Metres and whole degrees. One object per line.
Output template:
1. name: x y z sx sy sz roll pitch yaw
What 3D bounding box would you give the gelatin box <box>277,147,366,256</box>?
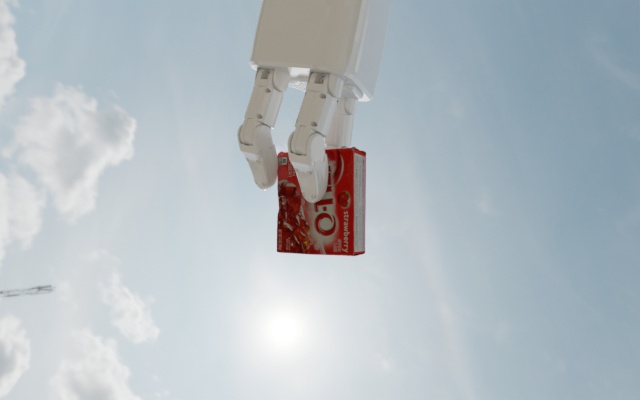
1. gelatin box: 0.000 0.002 0.406 0.073 0.089 0.030 -1 -3 27
